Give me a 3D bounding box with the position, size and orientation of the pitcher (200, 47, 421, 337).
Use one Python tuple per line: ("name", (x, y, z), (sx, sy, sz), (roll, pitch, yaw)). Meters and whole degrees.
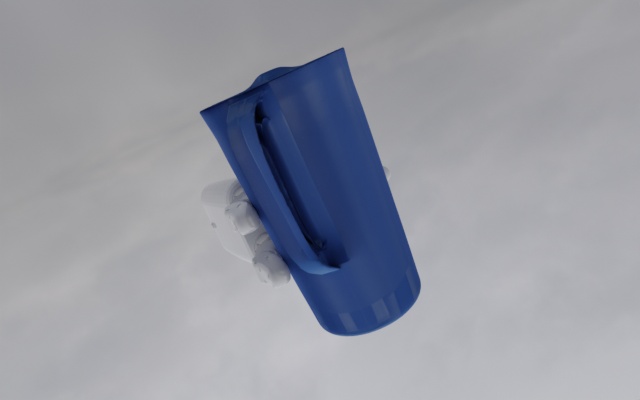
("pitcher", (0.000, 0.001, 0.427), (0.149, 0.243, 0.145), (-32, 17, -26))
